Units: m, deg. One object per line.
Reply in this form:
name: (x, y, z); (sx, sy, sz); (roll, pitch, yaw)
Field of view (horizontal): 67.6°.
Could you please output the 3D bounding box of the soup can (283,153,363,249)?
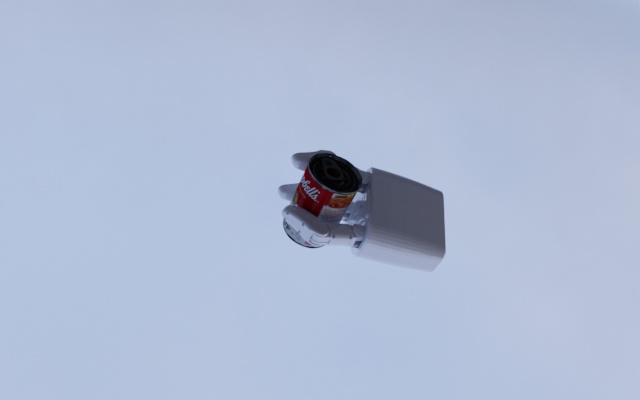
soup can: (0.000, 0.002, 0.585); (0.068, 0.068, 0.102); (0, -43, -29)
